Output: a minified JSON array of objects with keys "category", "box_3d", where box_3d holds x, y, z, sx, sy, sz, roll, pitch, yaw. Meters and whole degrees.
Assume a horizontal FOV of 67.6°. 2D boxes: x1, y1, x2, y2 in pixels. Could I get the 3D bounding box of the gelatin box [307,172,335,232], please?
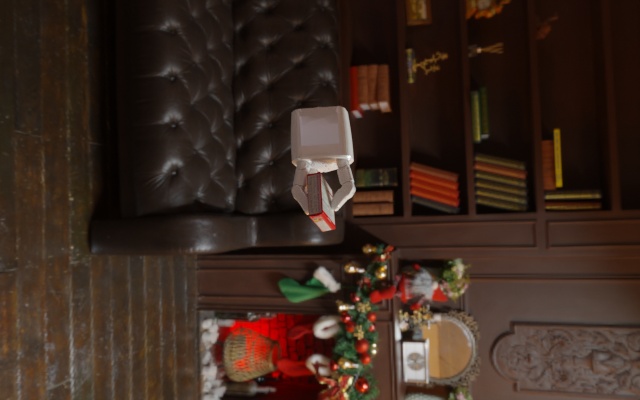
[{"category":"gelatin box","box_3d":[0.001,0.003,0.882,0.030,0.089,0.073,-13,-30,15]}]
